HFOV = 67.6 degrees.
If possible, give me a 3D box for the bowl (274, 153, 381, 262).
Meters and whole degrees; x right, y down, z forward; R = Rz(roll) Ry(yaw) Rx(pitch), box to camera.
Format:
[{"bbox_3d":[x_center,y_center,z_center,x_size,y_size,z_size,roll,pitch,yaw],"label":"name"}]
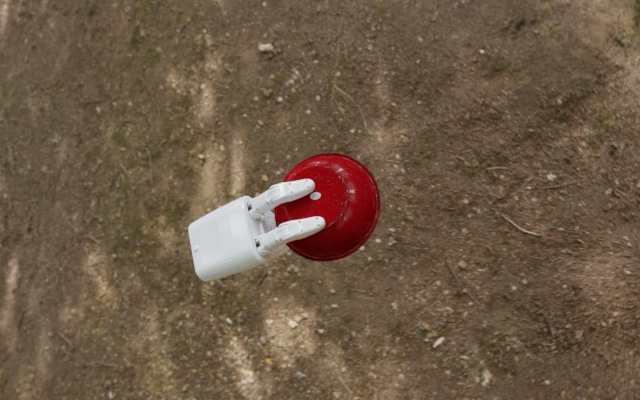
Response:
[{"bbox_3d":[0.001,0.001,0.667,0.162,0.162,0.055,0,-13,18],"label":"bowl"}]
